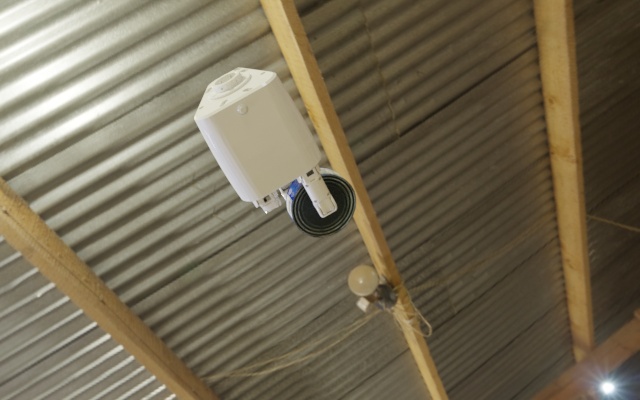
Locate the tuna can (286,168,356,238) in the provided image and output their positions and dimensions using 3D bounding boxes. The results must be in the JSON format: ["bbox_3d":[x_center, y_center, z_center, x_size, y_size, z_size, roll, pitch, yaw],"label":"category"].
[{"bbox_3d":[0.000,0.002,0.609,0.086,0.086,0.033,0,22,-20],"label":"tuna can"}]
